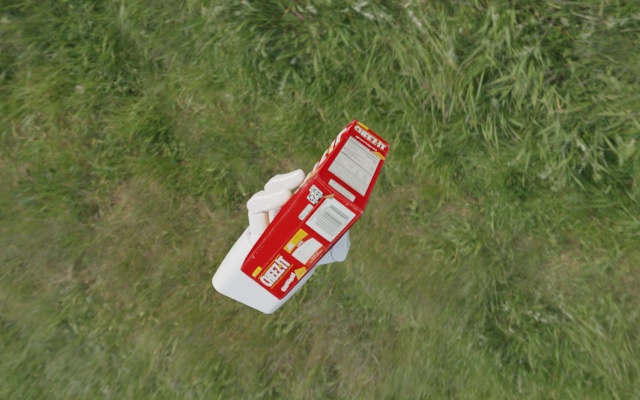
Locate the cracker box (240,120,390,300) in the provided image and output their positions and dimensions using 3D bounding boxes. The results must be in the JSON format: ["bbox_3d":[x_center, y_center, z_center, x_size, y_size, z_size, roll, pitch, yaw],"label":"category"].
[{"bbox_3d":[0.000,0.002,0.611,0.072,0.164,0.213,38,30,-4],"label":"cracker box"}]
